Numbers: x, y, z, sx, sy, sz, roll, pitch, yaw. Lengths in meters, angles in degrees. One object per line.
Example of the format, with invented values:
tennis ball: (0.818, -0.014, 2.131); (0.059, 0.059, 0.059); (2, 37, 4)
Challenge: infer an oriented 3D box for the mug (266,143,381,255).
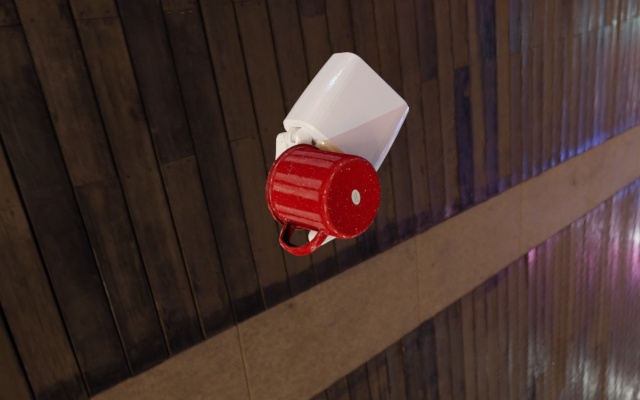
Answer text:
mug: (-0.001, 0.003, 0.477); (0.081, 0.117, 0.093); (13, -24, 48)
